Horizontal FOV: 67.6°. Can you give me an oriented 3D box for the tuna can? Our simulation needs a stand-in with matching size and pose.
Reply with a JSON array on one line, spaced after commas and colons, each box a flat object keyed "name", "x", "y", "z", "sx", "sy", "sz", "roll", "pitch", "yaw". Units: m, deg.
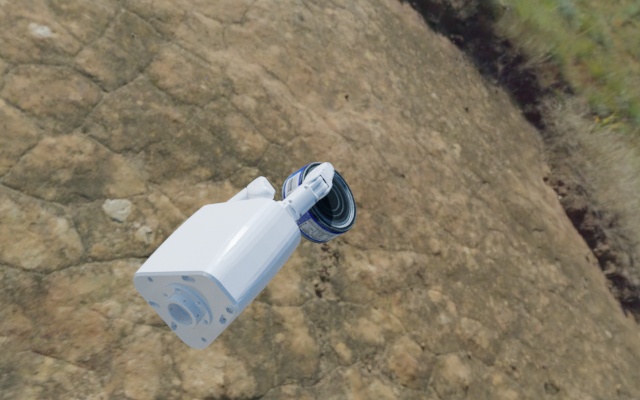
[{"name": "tuna can", "x": 0.001, "y": 0.001, "z": 0.527, "sx": 0.034, "sy": 0.086, "sz": 0.086, "roll": -30, "pitch": -19, "yaw": 37}]
